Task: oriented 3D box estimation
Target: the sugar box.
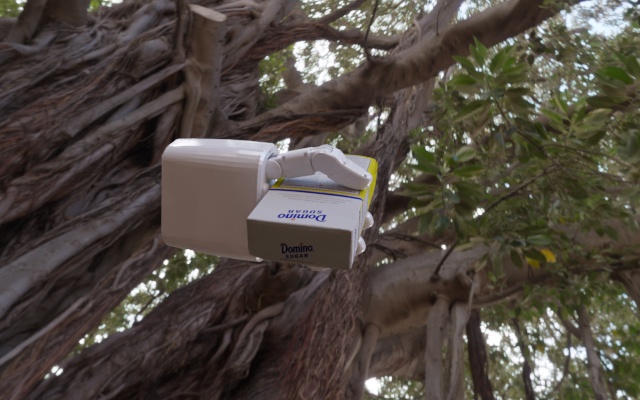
[{"bbox_3d":[0.000,0.002,0.473,0.093,0.048,0.176,6,28,12],"label":"sugar box"}]
